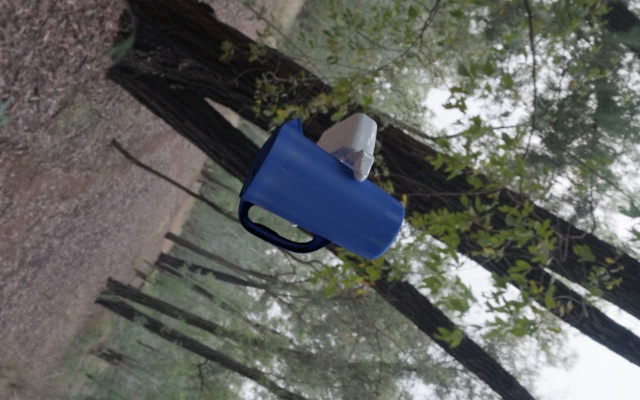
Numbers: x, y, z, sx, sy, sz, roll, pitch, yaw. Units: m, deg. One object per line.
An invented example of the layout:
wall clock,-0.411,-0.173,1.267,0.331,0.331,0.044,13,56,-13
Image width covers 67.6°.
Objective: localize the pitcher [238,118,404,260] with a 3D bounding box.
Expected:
pitcher,0.000,0.002,0.746,0.243,0.145,0.149,30,-46,-13
